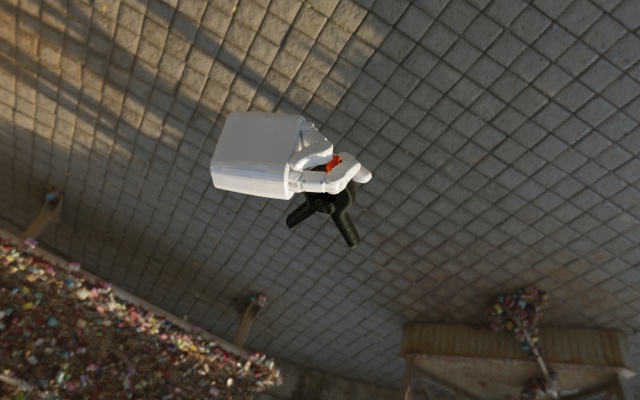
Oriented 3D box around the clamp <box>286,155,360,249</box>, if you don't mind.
[{"bbox_3d":[0.000,0.003,0.703,0.120,0.172,0.039,7,45,10],"label":"clamp"}]
